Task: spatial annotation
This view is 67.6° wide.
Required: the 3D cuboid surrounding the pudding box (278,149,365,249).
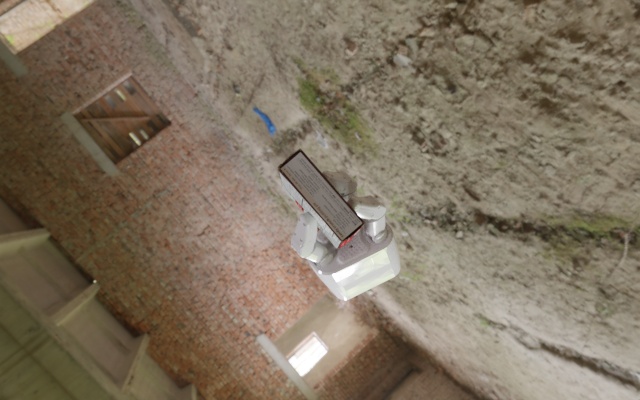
[{"bbox_3d":[0.000,0.002,0.560,0.039,0.113,0.090,-42,-7,-9],"label":"pudding box"}]
